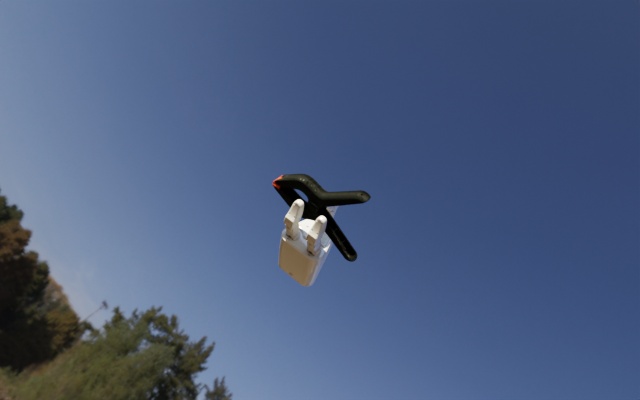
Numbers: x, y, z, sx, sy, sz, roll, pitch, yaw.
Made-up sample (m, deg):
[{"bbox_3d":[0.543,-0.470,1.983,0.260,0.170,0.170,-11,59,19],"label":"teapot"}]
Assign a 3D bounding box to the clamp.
[{"bbox_3d":[0.000,0.002,0.880,0.210,0.165,0.036,36,47,19],"label":"clamp"}]
